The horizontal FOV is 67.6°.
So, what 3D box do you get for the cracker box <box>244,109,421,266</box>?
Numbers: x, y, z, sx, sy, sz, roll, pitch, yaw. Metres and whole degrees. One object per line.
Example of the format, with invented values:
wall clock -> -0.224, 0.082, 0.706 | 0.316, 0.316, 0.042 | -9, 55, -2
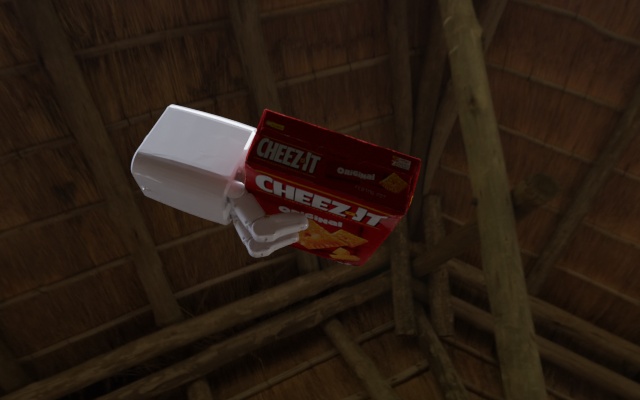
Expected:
cracker box -> 0.000, 0.002, 0.551 | 0.164, 0.072, 0.214 | 18, -22, 0
